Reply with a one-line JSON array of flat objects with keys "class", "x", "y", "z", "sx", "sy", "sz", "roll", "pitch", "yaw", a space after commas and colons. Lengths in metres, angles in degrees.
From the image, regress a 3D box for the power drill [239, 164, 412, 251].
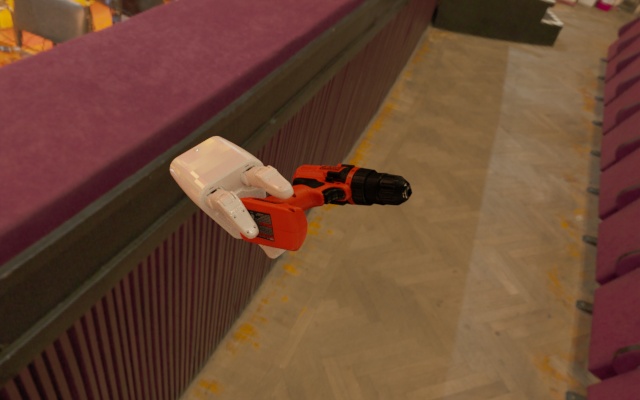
[{"class": "power drill", "x": 0.000, "y": 0.002, "z": 0.613, "sx": 0.184, "sy": 0.057, "sz": 0.187, "roll": 6, "pitch": 22, "yaw": 38}]
